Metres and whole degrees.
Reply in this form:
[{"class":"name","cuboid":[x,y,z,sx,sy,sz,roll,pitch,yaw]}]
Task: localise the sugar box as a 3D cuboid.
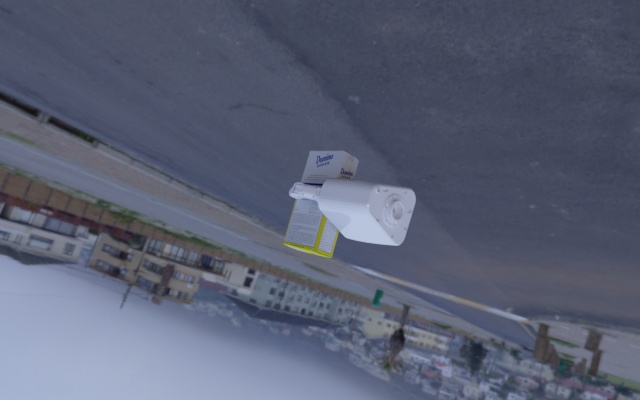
[{"class":"sugar box","cuboid":[0.001,0.003,0.817,0.048,0.176,0.093,27,-13,-40]}]
